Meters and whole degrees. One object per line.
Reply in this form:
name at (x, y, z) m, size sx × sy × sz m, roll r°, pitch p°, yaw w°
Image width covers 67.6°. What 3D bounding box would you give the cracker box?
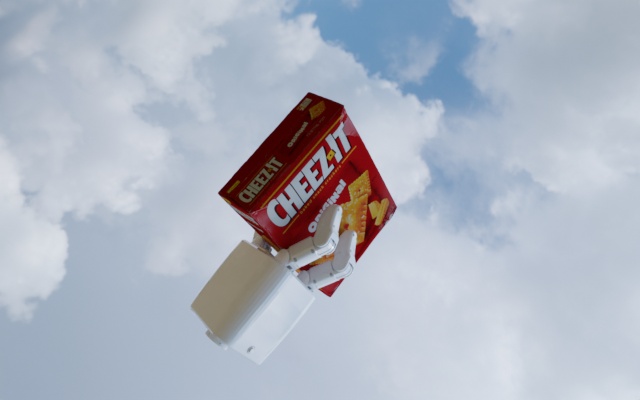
cracker box at (0.000, 0.002, 0.601) m, size 0.072 × 0.164 × 0.214 m, roll 28°, pitch -18°, yaw 40°
